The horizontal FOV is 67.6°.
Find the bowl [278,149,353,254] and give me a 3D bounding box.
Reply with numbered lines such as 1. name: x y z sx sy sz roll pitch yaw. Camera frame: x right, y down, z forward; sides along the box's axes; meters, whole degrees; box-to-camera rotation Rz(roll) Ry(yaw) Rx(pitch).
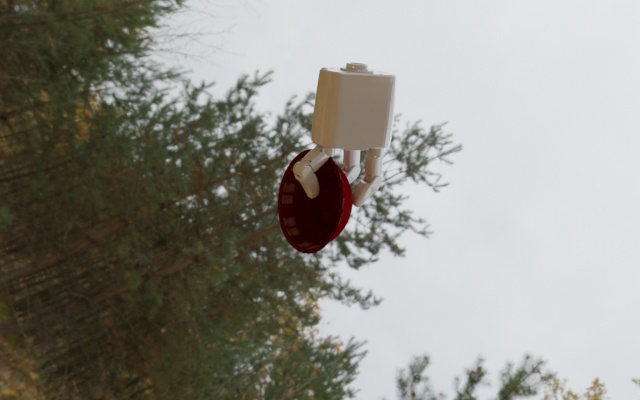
1. bowl: 0.000 0.004 0.747 0.055 0.162 0.162 5 -3 -40
